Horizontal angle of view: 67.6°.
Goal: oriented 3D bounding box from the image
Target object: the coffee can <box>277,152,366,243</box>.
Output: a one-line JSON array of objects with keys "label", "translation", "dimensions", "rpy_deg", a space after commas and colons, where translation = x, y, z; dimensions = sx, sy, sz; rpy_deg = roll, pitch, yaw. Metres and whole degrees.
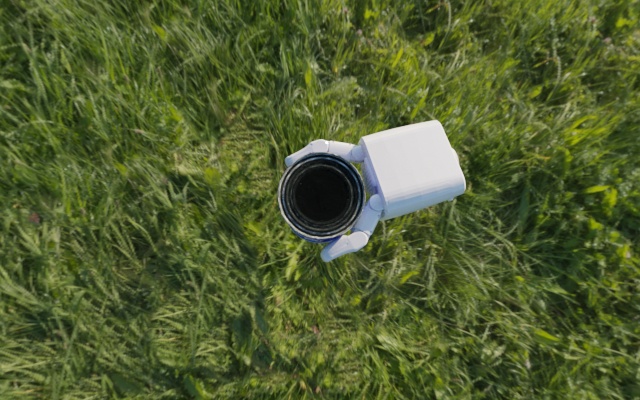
[{"label": "coffee can", "translation": [0.000, 0.002, 0.618], "dimensions": [0.103, 0.103, 0.140], "rpy_deg": [0, -7, -1]}]
